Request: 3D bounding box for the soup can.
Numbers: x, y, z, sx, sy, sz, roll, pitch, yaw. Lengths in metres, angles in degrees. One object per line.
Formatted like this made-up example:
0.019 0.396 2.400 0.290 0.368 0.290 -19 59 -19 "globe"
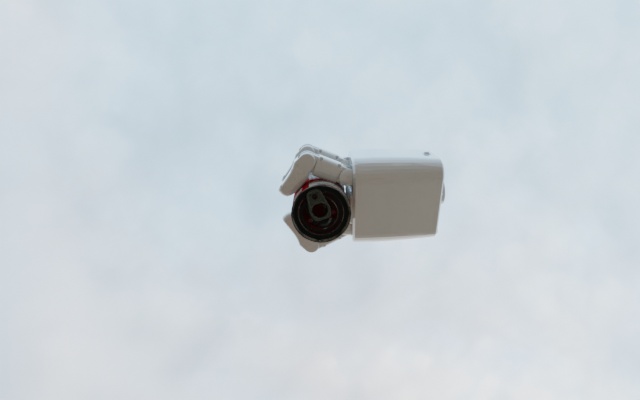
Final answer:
0.000 0.002 0.584 0.068 0.068 0.102 0 16 -1 "soup can"
